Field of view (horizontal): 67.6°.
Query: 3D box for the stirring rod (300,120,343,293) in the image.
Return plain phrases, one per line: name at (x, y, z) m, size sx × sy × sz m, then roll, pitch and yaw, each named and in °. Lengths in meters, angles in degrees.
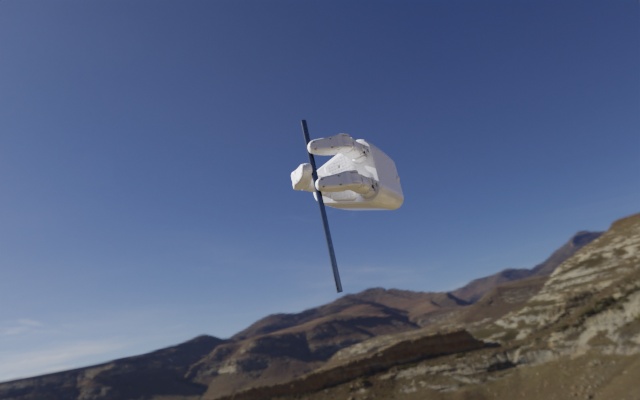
stirring rod at (0.000, 0.002, 0.632) m, size 0.011 × 0.239 × 0.011 m, roll -11°, pitch -16°, yaw -3°
